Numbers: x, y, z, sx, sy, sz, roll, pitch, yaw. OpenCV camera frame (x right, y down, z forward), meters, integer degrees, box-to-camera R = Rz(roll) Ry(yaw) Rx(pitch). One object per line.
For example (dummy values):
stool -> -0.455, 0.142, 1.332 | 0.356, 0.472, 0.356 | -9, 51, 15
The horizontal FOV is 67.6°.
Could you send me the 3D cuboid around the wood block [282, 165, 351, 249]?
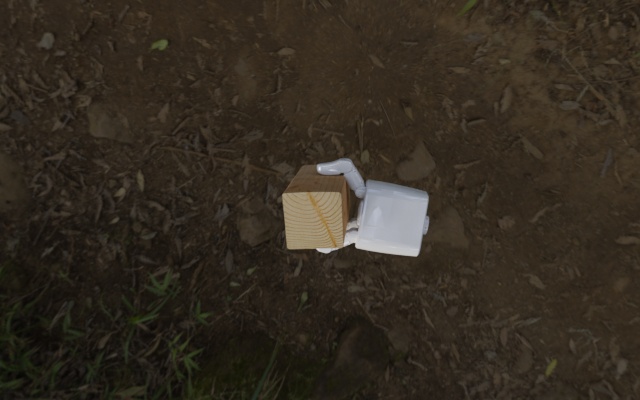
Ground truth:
wood block -> 0.000, 0.002, 0.811 | 0.090, 0.091, 0.206 | -1, 15, 7
